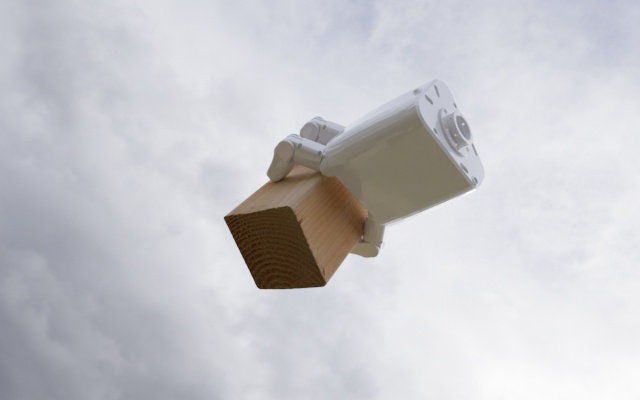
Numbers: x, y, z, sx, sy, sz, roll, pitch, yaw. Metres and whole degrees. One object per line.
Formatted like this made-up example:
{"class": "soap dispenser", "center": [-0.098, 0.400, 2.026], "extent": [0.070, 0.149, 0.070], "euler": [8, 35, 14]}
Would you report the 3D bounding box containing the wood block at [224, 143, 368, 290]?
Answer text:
{"class": "wood block", "center": [0.001, 0.002, 0.537], "extent": [0.090, 0.091, 0.206], "euler": [-10, 22, 34]}
